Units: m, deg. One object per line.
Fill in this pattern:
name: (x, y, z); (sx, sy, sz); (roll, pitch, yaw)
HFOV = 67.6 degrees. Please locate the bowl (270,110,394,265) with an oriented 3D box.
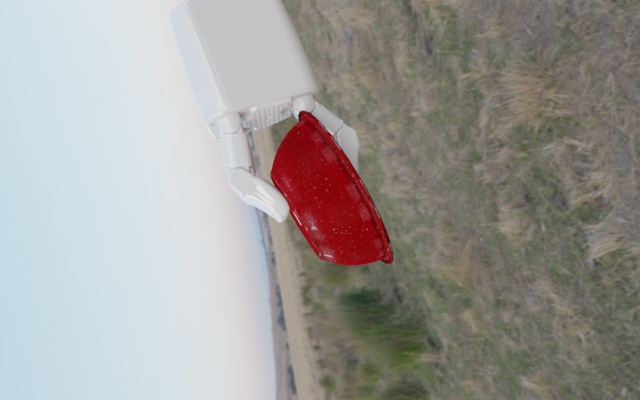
bowl: (0.000, 0.003, 0.437); (0.055, 0.162, 0.162); (-31, 4, -7)
